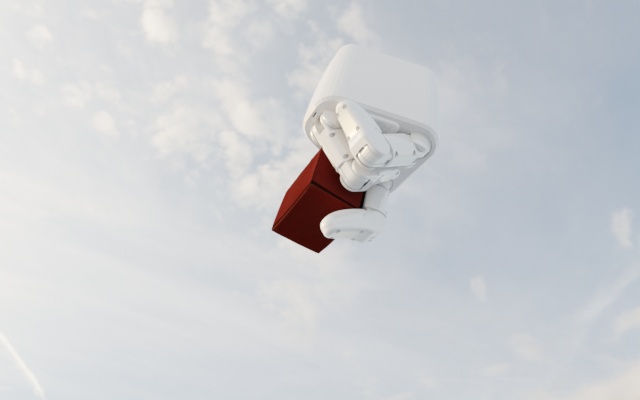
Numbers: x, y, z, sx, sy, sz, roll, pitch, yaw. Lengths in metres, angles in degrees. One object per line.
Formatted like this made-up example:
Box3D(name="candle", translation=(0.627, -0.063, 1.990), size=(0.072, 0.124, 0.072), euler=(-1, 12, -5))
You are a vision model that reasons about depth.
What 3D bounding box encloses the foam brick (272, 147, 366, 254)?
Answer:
Box3D(name="foam brick", translation=(0.000, 0.002, 0.435), size=(0.053, 0.051, 0.078), euler=(30, -46, -14))
